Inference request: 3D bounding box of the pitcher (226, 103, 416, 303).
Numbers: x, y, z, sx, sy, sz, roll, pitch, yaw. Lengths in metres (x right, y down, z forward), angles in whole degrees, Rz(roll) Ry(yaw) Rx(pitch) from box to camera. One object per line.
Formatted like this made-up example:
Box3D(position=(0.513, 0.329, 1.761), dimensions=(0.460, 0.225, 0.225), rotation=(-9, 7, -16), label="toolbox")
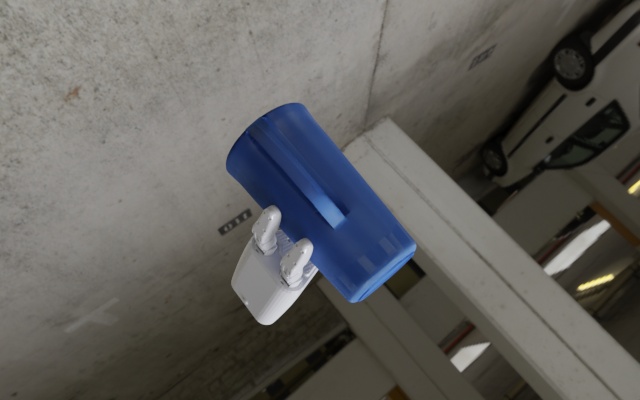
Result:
Box3D(position=(0.000, 0.002, 0.591), dimensions=(0.149, 0.242, 0.145), rotation=(-26, -22, -45), label="pitcher")
